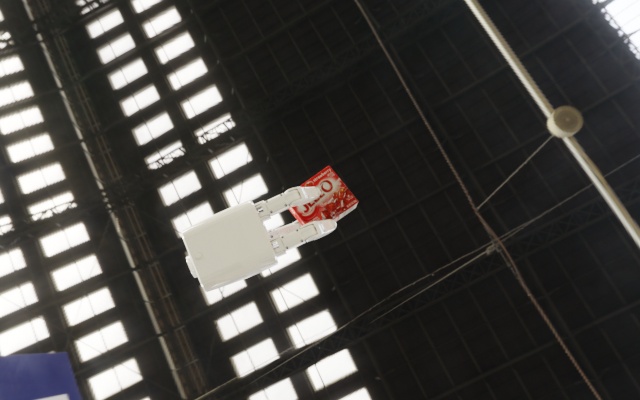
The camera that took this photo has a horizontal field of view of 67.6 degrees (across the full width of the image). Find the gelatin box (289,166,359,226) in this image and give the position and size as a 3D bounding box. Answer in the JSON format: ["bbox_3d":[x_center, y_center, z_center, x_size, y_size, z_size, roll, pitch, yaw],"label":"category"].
[{"bbox_3d":[0.000,0.002,0.718,0.089,0.073,0.030,-35,-12,-16],"label":"gelatin box"}]
